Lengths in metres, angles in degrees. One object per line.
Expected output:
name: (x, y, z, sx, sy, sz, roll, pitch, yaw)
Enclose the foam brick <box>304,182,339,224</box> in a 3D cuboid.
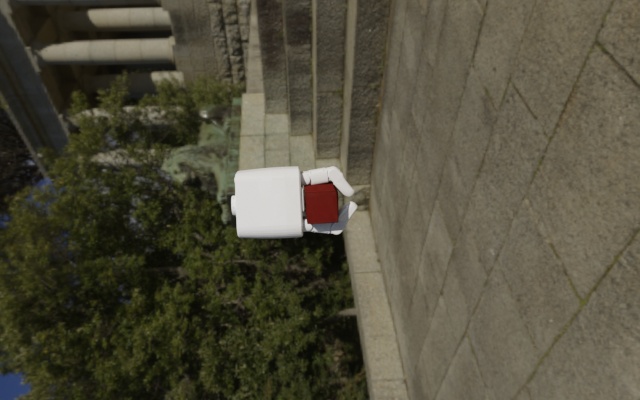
foam brick: (0.000, 0.003, 0.775, 0.051, 0.053, 0.078, -3, 13, -3)
